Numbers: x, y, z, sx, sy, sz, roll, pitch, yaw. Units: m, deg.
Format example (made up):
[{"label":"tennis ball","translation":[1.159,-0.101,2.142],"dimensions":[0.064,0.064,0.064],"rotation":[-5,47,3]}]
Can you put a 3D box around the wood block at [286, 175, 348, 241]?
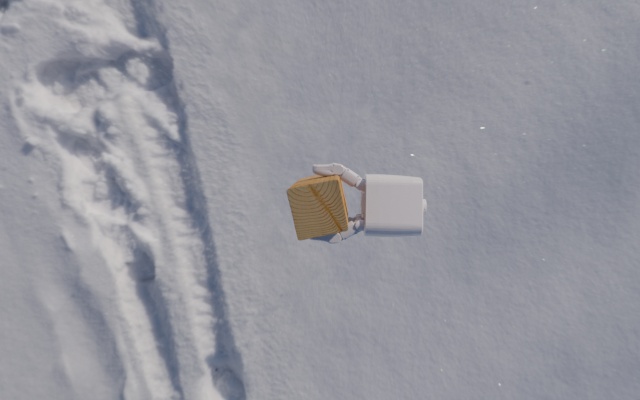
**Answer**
[{"label":"wood block","translation":[0.000,0.003,0.892],"dimensions":[0.090,0.091,0.206],"rotation":[-12,6,4]}]
